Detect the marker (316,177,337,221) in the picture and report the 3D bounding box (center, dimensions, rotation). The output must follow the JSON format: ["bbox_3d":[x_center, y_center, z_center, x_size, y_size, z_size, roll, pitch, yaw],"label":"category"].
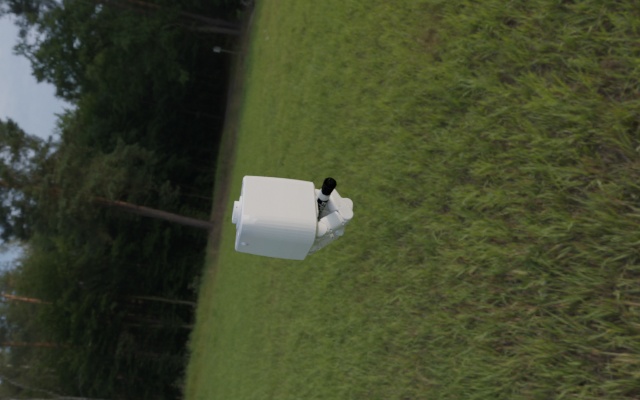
[{"bbox_3d":[0.000,0.002,0.704,0.020,0.020,0.121,0,-29,-16],"label":"marker"}]
